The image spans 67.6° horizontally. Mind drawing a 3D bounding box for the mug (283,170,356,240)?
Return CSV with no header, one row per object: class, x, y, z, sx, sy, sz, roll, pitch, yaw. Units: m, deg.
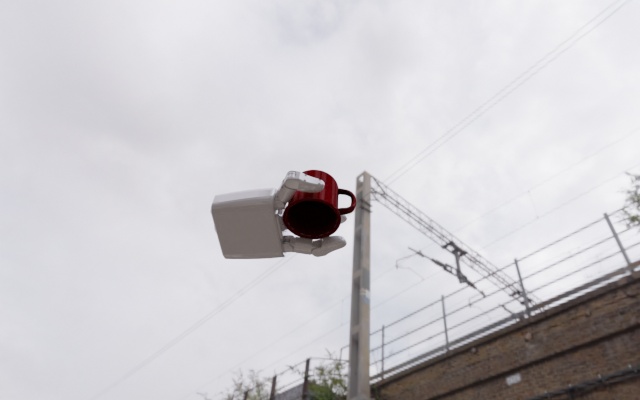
mug,0.002,0.002,0.782,0.117,0.093,0.081,-5,42,9
